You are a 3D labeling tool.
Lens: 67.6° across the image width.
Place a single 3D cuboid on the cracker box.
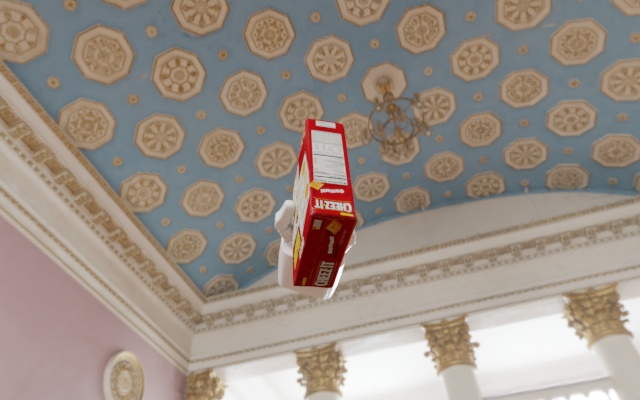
[{"bbox_3d":[0.000,0.002,0.747,0.072,0.213,0.164,5,-45,-9],"label":"cracker box"}]
